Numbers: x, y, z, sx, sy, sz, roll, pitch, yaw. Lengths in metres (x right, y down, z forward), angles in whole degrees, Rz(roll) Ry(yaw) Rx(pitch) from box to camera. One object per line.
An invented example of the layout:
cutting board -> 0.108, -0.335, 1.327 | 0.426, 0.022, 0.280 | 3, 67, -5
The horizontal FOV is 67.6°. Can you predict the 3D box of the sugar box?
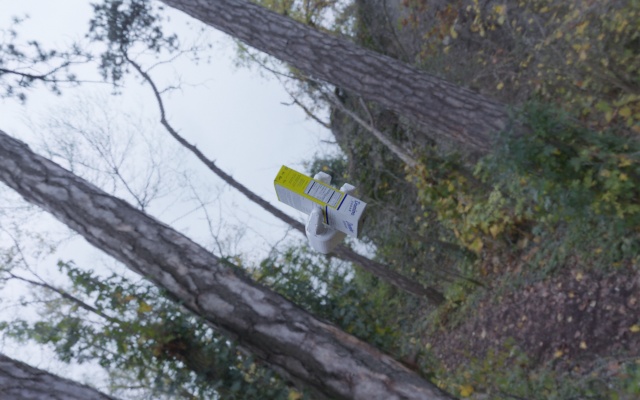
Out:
sugar box -> 0.000, 0.002, 0.893 | 0.176, 0.048, 0.093 | 23, -21, 12
